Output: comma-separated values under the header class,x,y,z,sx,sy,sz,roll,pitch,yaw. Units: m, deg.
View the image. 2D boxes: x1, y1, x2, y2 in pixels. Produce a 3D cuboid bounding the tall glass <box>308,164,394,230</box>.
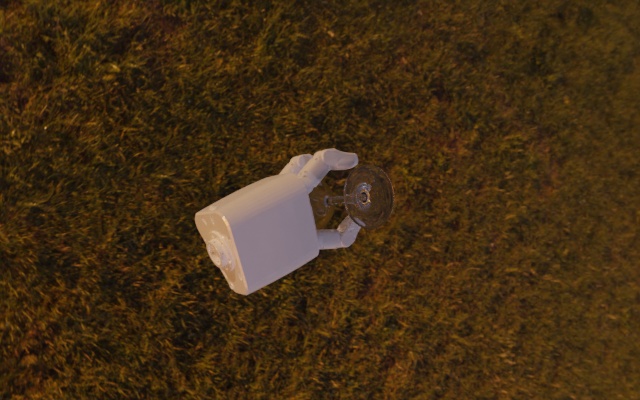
class,x,y,z,sx,sy,sz,roll,pitch,yaw
tall glass,0.001,0.002,0.624,0.079,0.079,0.201,0,-4,-34
